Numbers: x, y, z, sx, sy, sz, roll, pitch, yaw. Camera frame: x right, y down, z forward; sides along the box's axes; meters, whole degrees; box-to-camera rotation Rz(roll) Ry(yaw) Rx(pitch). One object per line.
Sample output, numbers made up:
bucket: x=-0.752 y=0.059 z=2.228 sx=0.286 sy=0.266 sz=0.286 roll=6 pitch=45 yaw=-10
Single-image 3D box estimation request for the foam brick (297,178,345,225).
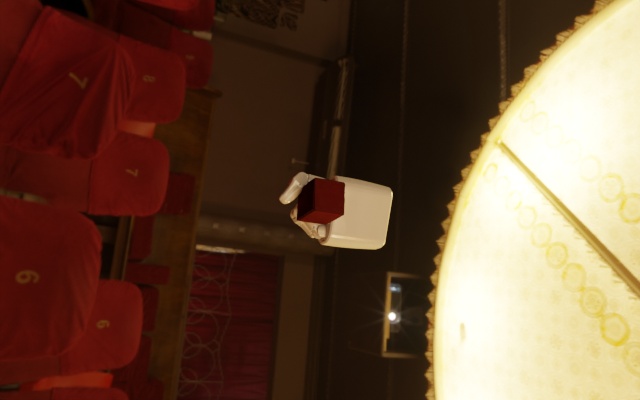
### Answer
foam brick: x=0.000 y=0.002 z=0.741 sx=0.051 sy=0.053 sz=0.078 roll=9 pitch=-17 yaw=-19
